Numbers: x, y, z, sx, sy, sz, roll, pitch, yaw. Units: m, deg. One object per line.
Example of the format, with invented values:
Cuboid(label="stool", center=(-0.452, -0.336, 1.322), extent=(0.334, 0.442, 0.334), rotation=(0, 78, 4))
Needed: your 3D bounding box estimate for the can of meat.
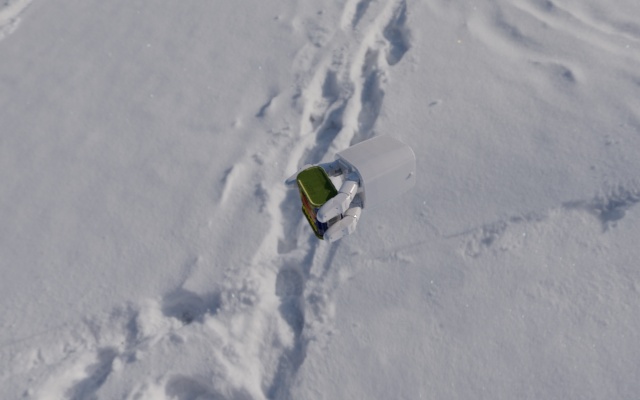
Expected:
Cuboid(label="can of meat", center=(0.000, 0.002, 0.820), extent=(0.057, 0.084, 0.102), rotation=(-22, 47, -10))
